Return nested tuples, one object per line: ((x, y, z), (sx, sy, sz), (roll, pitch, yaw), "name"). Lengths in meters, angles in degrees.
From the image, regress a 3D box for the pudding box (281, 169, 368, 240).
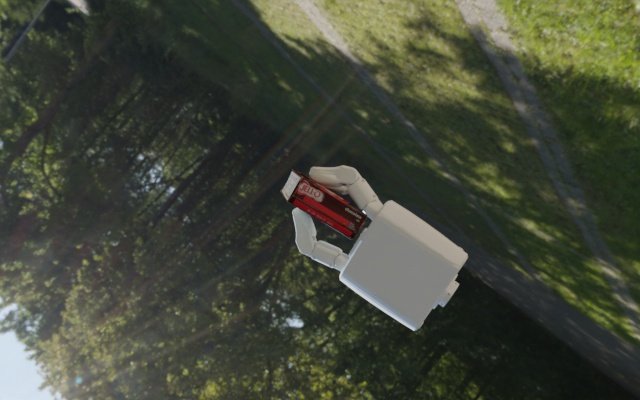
((0.000, 0.002, 0.585), (0.090, 0.039, 0.113), (32, 0, -12), "pudding box")
